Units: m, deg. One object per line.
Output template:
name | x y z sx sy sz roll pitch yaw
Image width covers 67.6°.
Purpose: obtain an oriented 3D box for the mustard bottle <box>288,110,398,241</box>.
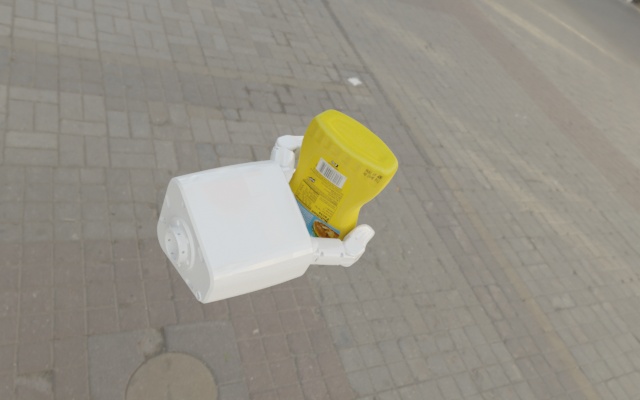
mustard bottle | 0.000 0.001 0.525 0.096 0.192 0.058 39 42 9
